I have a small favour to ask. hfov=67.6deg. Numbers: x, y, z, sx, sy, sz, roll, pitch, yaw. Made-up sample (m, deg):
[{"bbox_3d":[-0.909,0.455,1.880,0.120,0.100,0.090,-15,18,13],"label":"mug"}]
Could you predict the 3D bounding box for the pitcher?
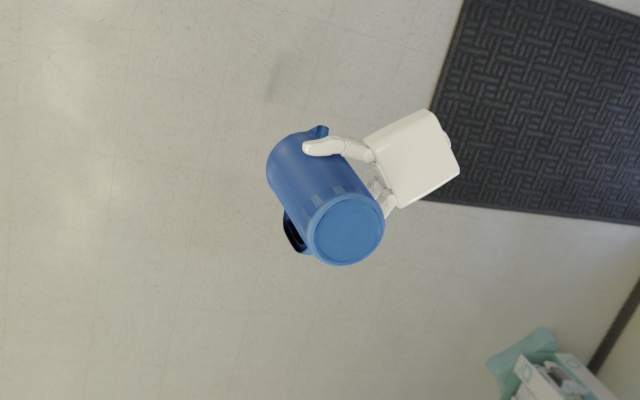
[{"bbox_3d":[0.000,0.002,0.715,0.145,0.149,0.242,-27,29,-3],"label":"pitcher"}]
